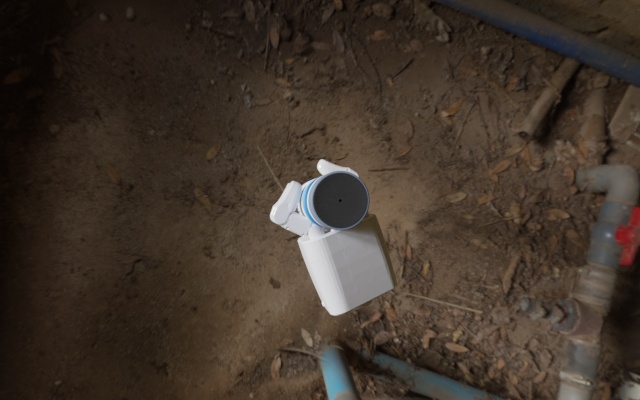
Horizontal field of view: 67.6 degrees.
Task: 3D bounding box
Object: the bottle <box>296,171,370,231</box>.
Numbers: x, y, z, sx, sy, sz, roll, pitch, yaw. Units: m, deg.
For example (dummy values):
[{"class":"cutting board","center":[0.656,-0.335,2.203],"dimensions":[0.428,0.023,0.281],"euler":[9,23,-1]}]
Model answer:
[{"class":"bottle","center":[0.000,0.002,0.672],"dimensions":[0.069,0.069,0.296],"euler":[0,-1,-9]}]
